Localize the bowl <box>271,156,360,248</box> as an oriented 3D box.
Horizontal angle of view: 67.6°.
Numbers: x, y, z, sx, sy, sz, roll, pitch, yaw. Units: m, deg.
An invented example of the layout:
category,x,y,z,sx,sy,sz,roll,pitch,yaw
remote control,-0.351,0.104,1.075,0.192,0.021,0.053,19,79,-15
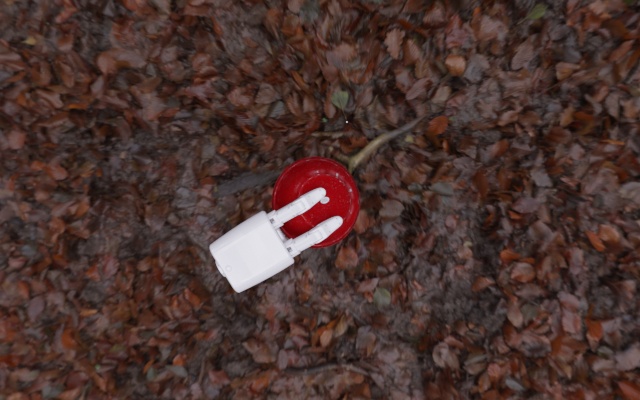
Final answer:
category,x,y,z,sx,sy,sz,roll,pitch,yaw
bowl,0.001,0.002,0.815,0.162,0.162,0.055,0,-1,-15
